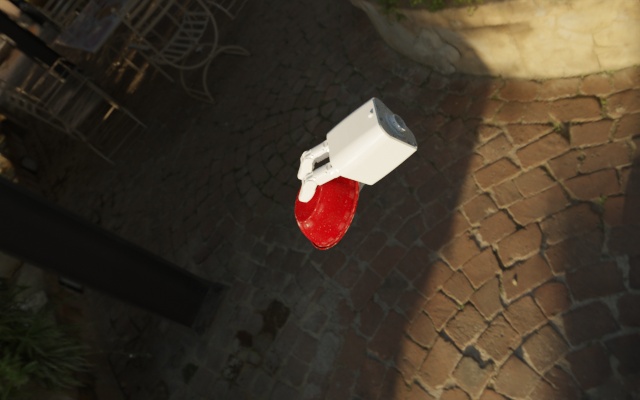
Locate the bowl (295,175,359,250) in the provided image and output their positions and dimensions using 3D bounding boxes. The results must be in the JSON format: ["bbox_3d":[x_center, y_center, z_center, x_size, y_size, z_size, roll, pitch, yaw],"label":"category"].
[{"bbox_3d":[-0.001,0.004,0.851,0.055,0.162,0.162,19,-9,-27],"label":"bowl"}]
